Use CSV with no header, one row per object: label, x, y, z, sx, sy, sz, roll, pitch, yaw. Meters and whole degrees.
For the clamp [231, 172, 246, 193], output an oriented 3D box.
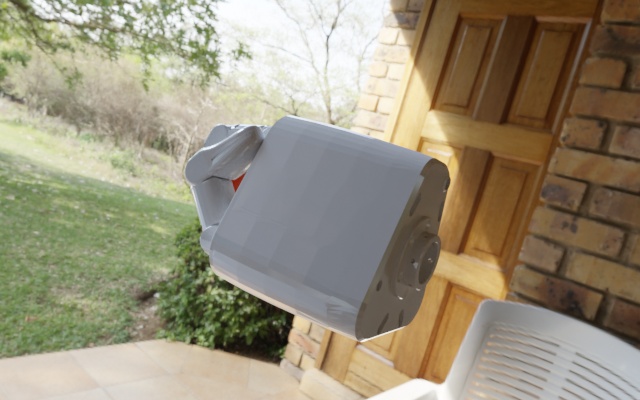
clamp,0.000,0.001,0.405,0.120,0.039,0.171,20,5,31
